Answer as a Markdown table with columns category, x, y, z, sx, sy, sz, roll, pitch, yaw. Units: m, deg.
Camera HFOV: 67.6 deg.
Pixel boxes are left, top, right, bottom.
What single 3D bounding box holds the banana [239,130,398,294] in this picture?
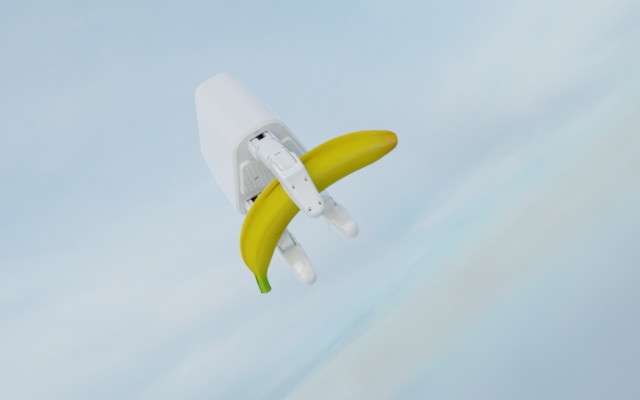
| category | x | y | z | sx | sy | sz | roll | pitch | yaw |
| --- | --- | --- | --- | --- | --- | --- | --- | --- | --- |
| banana | -0.013 | -0.005 | 0.442 | 0.070 | 0.198 | 0.037 | 39 | 5 | -39 |
